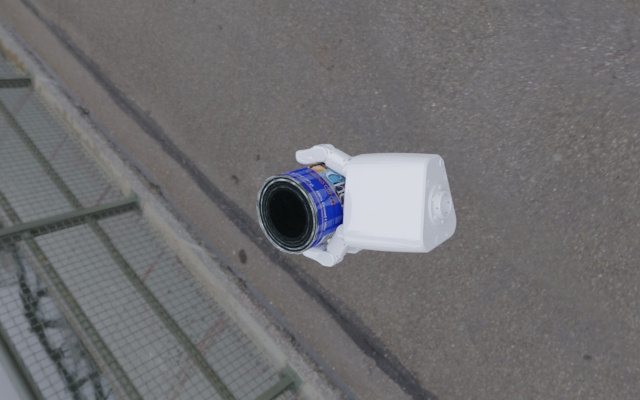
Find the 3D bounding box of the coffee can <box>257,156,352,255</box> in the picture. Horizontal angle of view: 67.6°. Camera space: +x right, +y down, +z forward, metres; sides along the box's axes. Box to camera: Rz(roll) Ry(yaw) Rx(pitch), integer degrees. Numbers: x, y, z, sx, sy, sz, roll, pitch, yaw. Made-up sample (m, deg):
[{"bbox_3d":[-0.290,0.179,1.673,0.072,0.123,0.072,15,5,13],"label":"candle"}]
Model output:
[{"bbox_3d":[0.000,0.002,0.640,0.103,0.103,0.140,0,14,40],"label":"coffee can"}]
